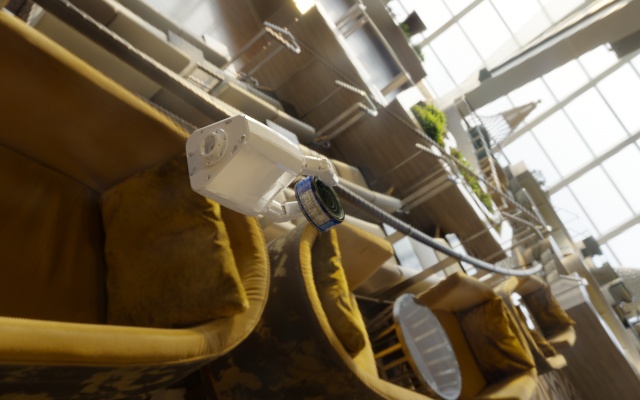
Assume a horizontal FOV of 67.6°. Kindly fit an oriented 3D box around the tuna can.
[{"bbox_3d":[0.001,0.002,0.706,0.034,0.086,0.086,-31,-11,19],"label":"tuna can"}]
